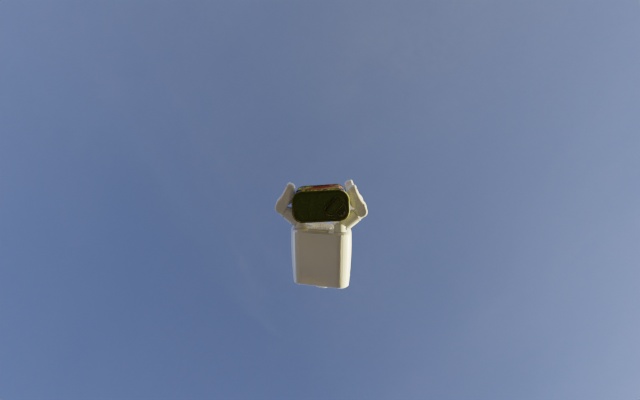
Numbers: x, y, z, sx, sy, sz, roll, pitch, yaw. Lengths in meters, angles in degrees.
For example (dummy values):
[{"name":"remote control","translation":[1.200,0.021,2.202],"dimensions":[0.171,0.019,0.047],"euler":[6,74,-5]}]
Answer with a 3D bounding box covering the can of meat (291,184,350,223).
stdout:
[{"name":"can of meat","translation":[0.000,0.003,0.875],"dimensions":[0.102,0.057,0.084],"euler":[-3,11,1]}]
